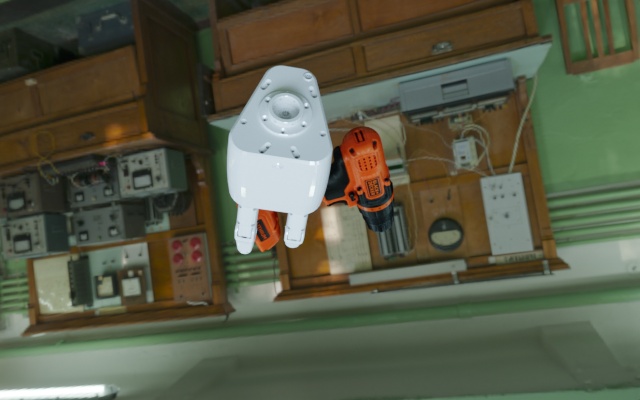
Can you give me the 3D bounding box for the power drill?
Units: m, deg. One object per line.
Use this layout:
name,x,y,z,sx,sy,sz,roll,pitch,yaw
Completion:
power drill,0.000,0.002,0.602,0.187,0.057,0.185,-19,-41,2
